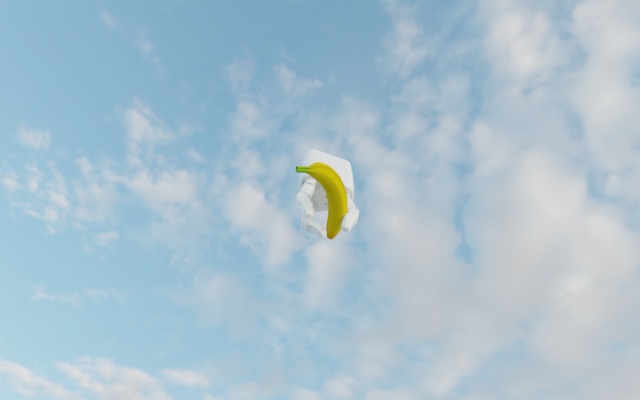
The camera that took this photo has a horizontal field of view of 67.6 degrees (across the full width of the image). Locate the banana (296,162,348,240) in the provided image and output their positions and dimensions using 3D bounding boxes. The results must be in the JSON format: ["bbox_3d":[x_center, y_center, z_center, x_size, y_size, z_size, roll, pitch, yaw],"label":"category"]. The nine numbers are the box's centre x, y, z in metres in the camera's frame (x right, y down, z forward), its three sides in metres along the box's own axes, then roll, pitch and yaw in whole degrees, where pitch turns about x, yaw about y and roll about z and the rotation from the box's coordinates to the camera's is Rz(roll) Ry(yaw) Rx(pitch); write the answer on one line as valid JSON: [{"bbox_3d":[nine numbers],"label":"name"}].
[{"bbox_3d":[0.017,-0.005,0.894,0.069,0.198,0.037,-18,40,7],"label":"banana"}]
